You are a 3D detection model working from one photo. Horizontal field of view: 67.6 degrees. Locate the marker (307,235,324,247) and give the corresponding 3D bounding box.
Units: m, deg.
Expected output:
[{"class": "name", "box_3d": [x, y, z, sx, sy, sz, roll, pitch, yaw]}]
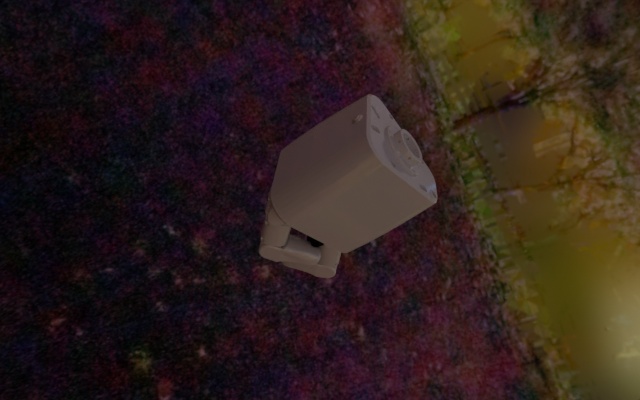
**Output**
[{"class": "marker", "box_3d": [0.000, 0.002, 0.499, 0.020, 0.020, 0.121, 0, 42, 6]}]
